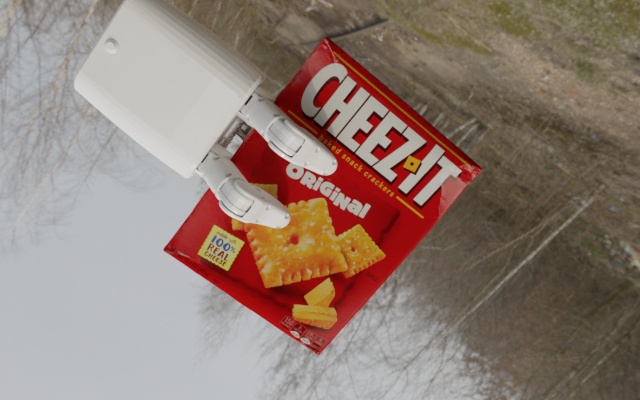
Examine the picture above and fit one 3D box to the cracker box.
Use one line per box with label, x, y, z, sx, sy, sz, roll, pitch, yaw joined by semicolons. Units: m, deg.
cracker box;0.000;0.001;0.406;0.164;0.214;0.072;38;11;-9
